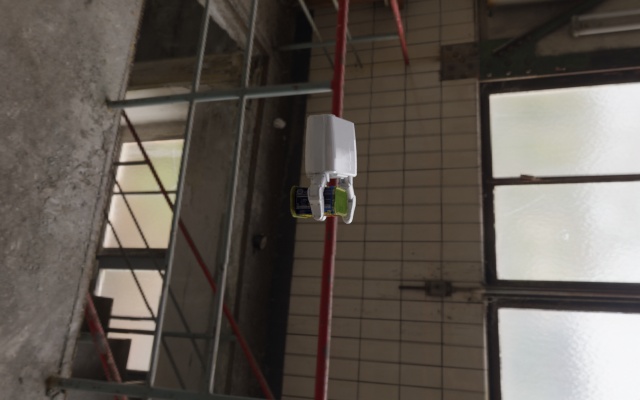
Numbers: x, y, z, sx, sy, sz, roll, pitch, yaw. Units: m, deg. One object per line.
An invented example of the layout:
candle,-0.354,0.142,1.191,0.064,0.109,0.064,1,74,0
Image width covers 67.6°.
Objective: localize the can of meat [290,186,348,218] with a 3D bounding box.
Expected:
can of meat,0.000,0.003,0.894,0.084,0.057,0.102,-1,-5,17
